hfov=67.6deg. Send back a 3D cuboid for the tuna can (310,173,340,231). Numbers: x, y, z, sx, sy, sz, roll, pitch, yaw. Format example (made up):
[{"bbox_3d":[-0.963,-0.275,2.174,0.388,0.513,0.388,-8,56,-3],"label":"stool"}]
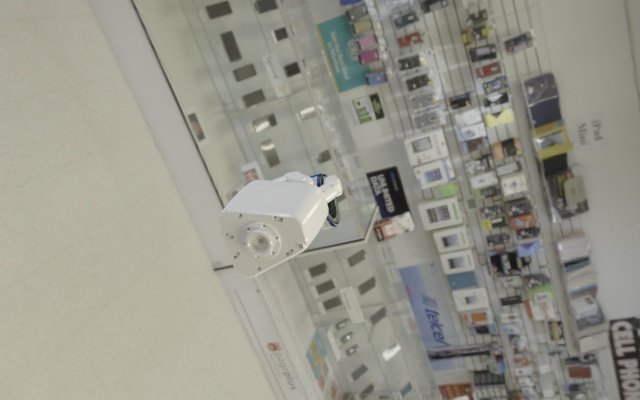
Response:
[{"bbox_3d":[0.001,0.002,0.732,0.034,0.086,0.086,-16,-4,15],"label":"tuna can"}]
